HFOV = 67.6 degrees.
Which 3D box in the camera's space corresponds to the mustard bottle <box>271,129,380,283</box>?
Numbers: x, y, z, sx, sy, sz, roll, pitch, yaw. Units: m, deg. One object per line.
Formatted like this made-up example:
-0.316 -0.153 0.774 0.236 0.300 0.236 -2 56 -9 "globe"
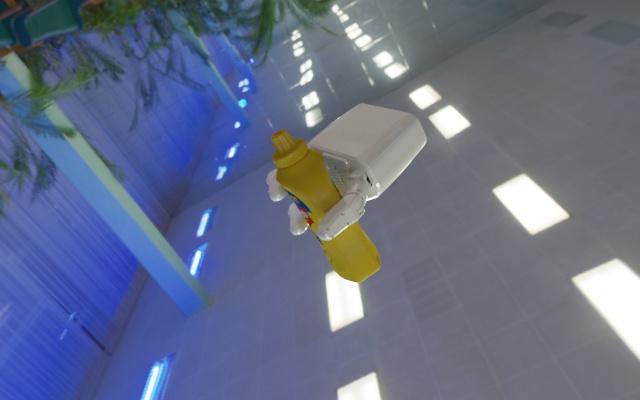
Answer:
0.000 0.002 0.552 0.058 0.192 0.096 -33 24 -4 "mustard bottle"
